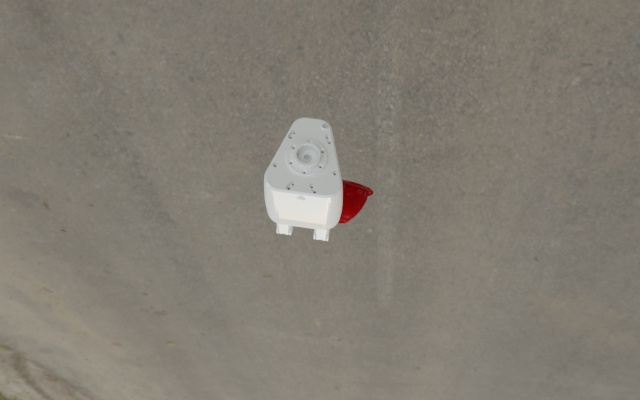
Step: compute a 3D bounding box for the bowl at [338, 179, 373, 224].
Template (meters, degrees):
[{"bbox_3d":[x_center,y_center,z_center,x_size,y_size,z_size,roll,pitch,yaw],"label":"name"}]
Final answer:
[{"bbox_3d":[0.000,0.003,0.757,0.162,0.055,0.162,8,-7,1],"label":"bowl"}]
